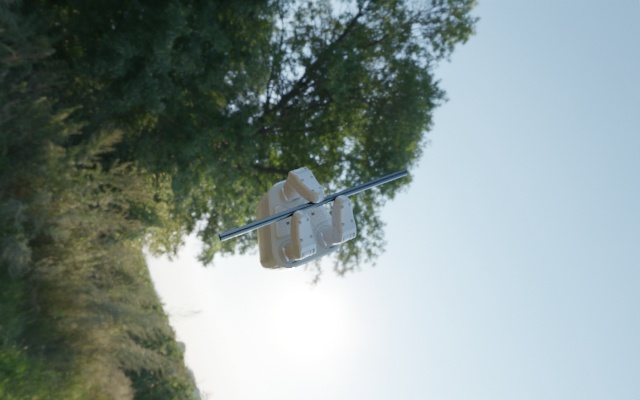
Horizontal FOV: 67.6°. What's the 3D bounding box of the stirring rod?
[{"bbox_3d":[0.000,0.002,0.543,0.239,0.011,0.011,-19,8,-22],"label":"stirring rod"}]
